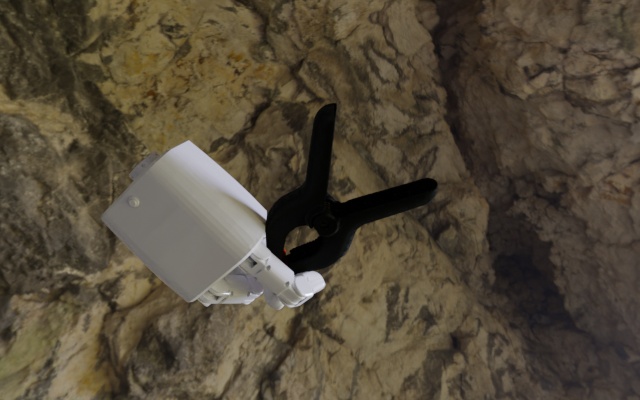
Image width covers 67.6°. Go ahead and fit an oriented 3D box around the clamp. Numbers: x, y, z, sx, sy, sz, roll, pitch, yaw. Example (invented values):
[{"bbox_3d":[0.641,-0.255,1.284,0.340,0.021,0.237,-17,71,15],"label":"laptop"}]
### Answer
[{"bbox_3d":[0.000,0.001,0.414,0.171,0.120,0.039,-39,14,21],"label":"clamp"}]
